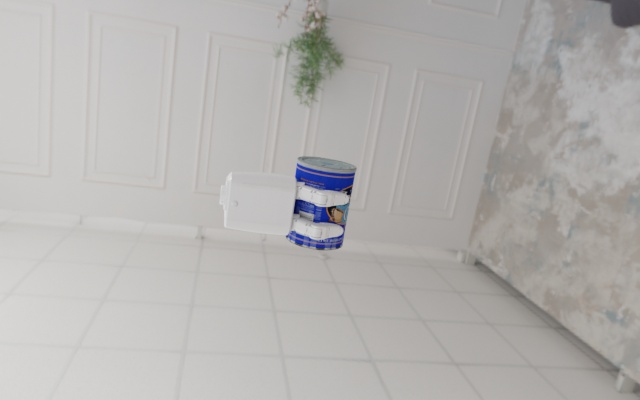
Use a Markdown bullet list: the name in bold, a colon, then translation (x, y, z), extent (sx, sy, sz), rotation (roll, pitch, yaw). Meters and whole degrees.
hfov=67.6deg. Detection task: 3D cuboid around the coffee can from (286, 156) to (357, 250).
- **coffee can**: translation (0.000, 0.003, 0.824), extent (0.103, 0.140, 0.102), rotation (9, 13, -2)
